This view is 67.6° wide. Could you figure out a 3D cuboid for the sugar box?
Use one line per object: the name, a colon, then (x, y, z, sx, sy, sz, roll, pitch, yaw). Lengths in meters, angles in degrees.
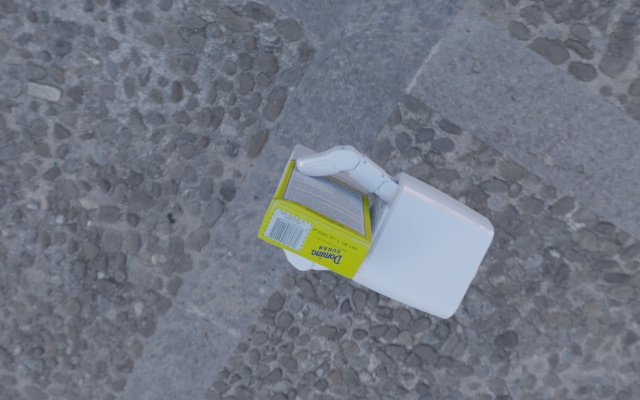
sugar box: (0.000, 0.002, 0.480, 0.093, 0.048, 0.176, 26, 19, -6)
